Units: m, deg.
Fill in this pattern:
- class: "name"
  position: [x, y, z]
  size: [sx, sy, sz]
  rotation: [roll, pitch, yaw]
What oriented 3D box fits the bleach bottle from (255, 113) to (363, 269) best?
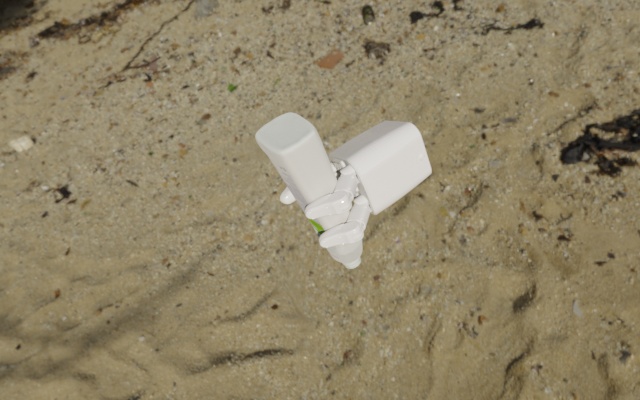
- class: "bleach bottle"
  position: [0.000, 0.002, 0.682]
  size: [0.068, 0.251, 0.102]
  rotation: [-34, 37, -10]
